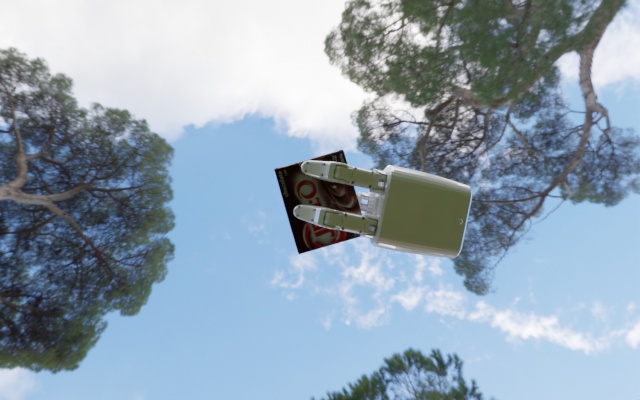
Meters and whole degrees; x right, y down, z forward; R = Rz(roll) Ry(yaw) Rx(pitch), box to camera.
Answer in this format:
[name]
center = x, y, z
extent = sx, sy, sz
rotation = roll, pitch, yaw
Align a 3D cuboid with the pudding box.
[pudding box]
center = 0.000, 0.002, 0.603
extent = 0.090, 0.113, 0.039
rotation = -16, 2, -1
